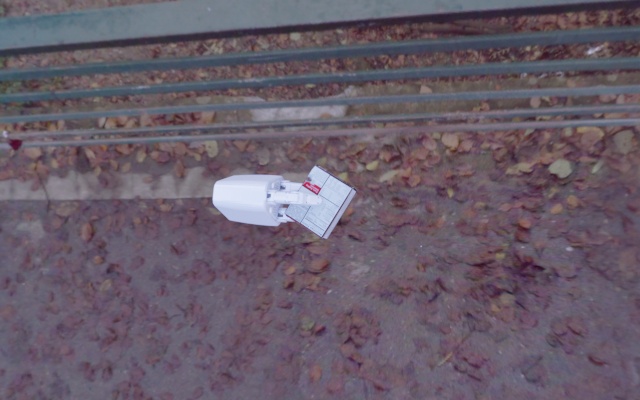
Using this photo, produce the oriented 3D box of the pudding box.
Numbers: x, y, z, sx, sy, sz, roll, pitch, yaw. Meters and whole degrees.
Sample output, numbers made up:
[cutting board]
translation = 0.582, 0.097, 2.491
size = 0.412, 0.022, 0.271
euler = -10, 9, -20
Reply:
[pudding box]
translation = 0.000, 0.003, 0.887
size = 0.090, 0.113, 0.039
euler = 33, 3, 15
